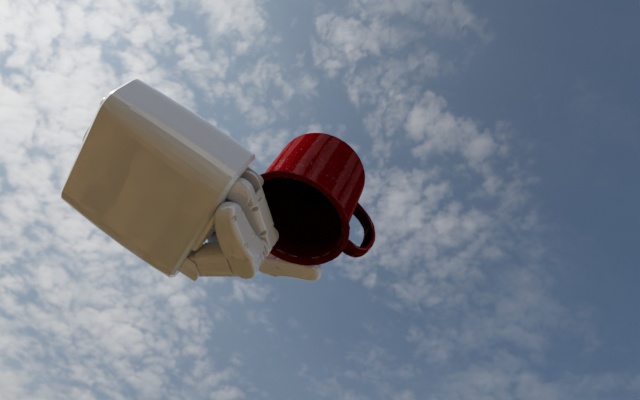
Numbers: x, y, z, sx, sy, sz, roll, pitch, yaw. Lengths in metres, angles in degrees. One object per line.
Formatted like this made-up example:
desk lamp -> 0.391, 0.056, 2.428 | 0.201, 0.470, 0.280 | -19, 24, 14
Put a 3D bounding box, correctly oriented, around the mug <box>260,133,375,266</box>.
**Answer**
mug -> 0.001, 0.002, 0.410 | 0.093, 0.117, 0.081 | -49, 8, 40
